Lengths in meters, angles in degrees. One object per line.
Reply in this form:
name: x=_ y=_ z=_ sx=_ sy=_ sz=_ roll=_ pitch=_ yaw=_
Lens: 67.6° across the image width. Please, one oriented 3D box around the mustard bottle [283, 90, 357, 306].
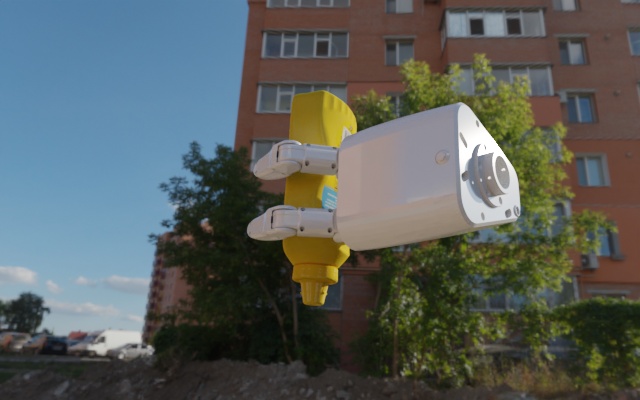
mustard bottle: x=0.000 y=0.001 z=0.452 sx=0.058 sy=0.191 sz=0.096 roll=-3 pitch=-19 yaw=19
